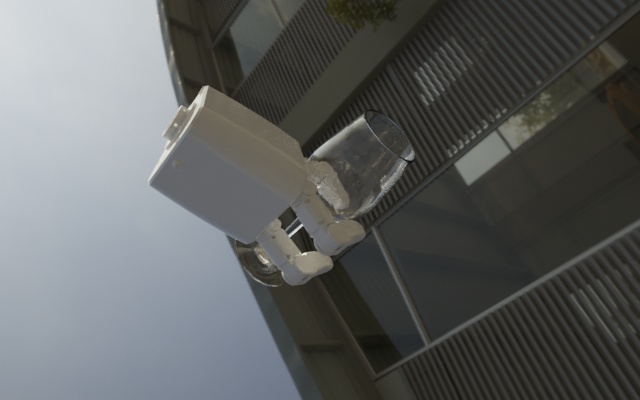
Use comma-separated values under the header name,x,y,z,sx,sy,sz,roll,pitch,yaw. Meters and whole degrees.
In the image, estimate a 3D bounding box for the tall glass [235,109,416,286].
name,x,y,z,sx,sy,sz,roll,pitch,yaw
tall glass,0.000,0.002,0.469,0.079,0.079,0.201,0,-36,-51
